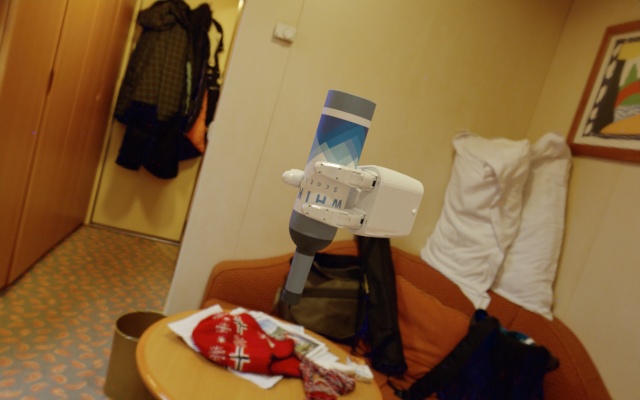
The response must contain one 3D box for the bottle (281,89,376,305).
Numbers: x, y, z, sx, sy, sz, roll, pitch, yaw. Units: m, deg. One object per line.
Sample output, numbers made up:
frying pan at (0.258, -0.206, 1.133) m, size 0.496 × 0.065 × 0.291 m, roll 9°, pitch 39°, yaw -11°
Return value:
bottle at (0.000, 0.002, 0.652) m, size 0.069 × 0.296 × 0.069 m, roll 17°, pitch 7°, yaw -2°
